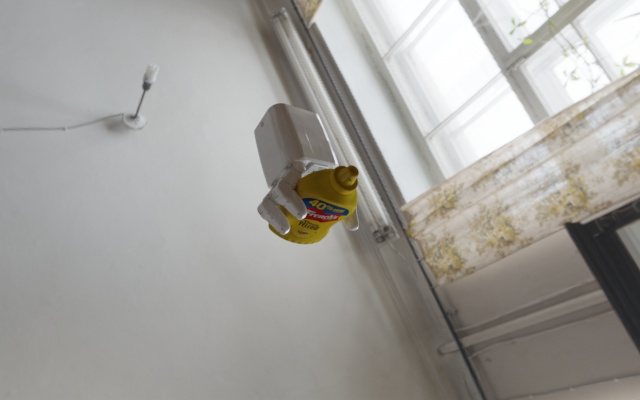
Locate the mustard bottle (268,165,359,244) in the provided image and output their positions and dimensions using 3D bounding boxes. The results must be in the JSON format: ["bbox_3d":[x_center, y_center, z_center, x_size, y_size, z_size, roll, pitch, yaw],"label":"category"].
[{"bbox_3d":[0.000,0.003,0.717,0.096,0.058,0.192,19,-36,-21],"label":"mustard bottle"}]
